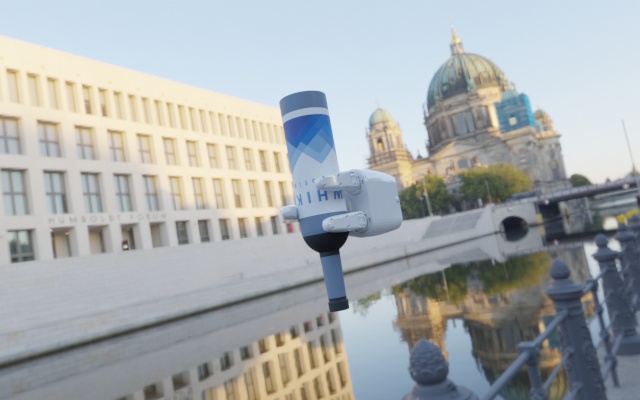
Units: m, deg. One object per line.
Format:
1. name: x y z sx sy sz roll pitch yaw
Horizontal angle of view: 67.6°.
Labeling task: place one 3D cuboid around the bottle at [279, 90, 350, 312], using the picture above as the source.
1. bottle: 0.000 0.002 0.652 0.069 0.295 0.069 -10 -6 -1
